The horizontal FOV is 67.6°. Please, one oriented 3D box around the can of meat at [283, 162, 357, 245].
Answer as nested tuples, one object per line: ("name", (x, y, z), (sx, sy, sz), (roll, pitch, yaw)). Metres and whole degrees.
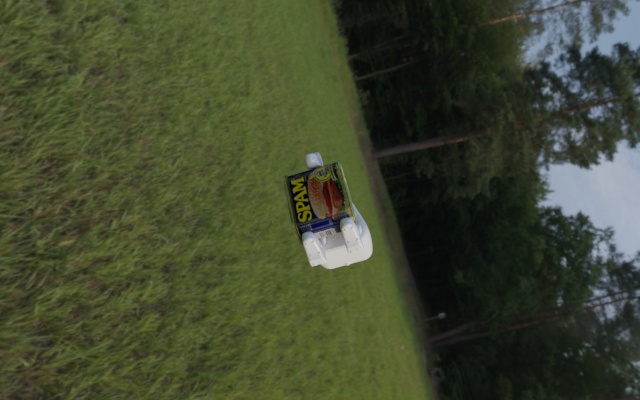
("can of meat", (0.000, 0.002, 0.674), (0.084, 0.102, 0.057), (-16, -28, 6))
